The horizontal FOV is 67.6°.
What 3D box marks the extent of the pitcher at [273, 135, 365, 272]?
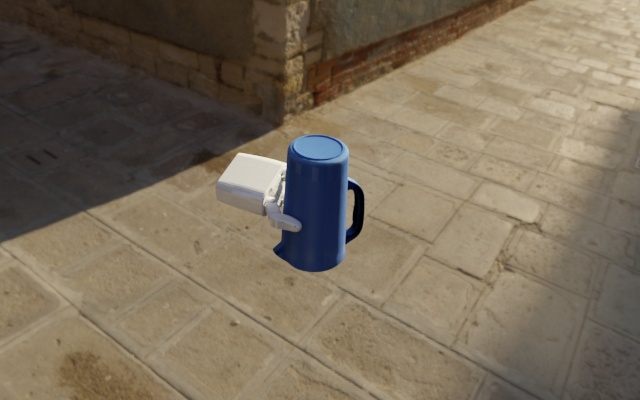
[{"bbox_3d":[0.000,0.003,0.900,0.145,0.243,0.149,16,37,17],"label":"pitcher"}]
